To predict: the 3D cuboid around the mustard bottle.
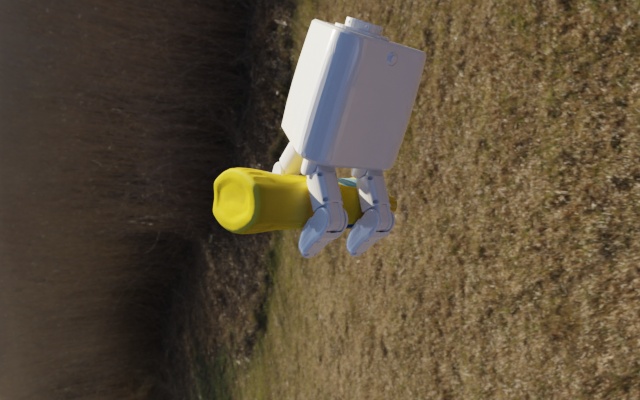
[{"bbox_3d":[0.000,0.002,0.469,0.191,0.058,0.096,1,1,-35],"label":"mustard bottle"}]
